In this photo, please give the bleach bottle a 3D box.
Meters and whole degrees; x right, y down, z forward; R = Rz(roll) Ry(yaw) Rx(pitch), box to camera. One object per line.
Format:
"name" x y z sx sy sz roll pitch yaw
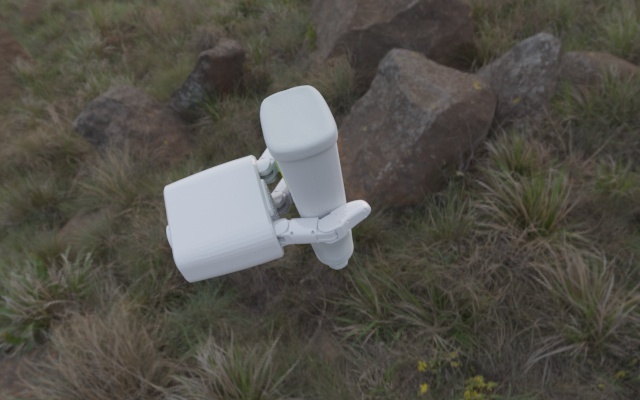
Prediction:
"bleach bottle" 0.000 0.002 0.541 0.068 0.102 0.251 -18 -44 -1
